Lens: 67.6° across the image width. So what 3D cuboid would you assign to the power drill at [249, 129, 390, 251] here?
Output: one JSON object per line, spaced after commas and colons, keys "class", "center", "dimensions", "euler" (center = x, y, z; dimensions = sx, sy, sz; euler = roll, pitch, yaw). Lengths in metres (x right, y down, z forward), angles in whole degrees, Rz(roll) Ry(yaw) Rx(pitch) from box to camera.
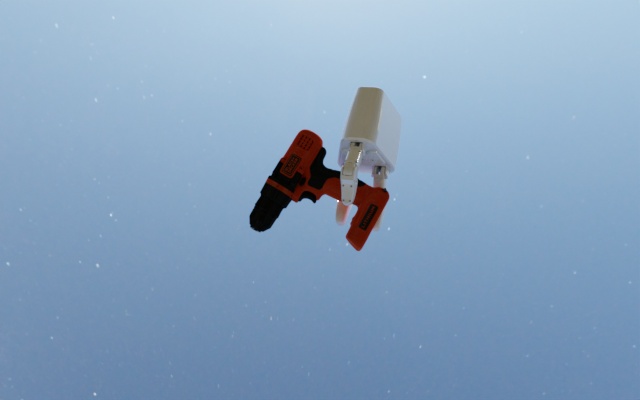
{"class": "power drill", "center": [0.001, 0.002, 0.760], "dimensions": [0.187, 0.184, 0.057], "euler": [30, -3, 5]}
